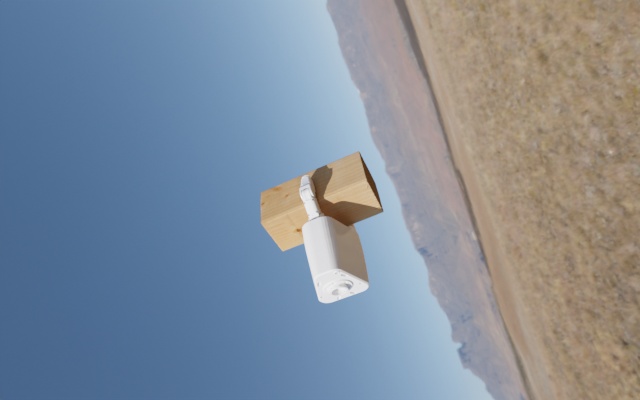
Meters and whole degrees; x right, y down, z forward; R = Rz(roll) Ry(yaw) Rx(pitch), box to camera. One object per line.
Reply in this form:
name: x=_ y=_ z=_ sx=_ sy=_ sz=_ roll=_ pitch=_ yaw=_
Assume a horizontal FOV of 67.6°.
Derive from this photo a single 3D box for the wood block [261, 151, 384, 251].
wood block: x=0.000 y=0.003 z=0.891 sx=0.206 sy=0.091 sz=0.090 roll=-22 pitch=40 yaw=12
